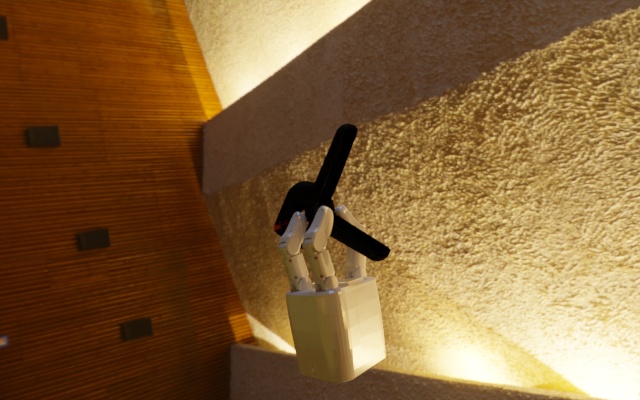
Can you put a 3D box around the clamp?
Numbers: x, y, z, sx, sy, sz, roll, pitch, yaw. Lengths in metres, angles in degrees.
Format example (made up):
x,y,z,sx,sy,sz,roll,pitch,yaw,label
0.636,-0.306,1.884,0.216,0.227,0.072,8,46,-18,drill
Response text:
x,y,z,sx,sy,sz,roll,pitch,yaw,label
0.000,0.002,0.622,0.036,0.164,0.210,-6,-5,-37,clamp
